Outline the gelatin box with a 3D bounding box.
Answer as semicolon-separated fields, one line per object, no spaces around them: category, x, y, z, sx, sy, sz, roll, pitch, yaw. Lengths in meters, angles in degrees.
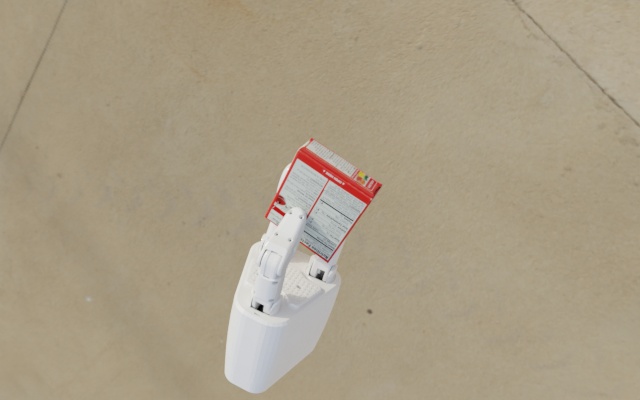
gelatin box;0.000;0.001;0.418;0.073;0.089;0.030;34;39;4
